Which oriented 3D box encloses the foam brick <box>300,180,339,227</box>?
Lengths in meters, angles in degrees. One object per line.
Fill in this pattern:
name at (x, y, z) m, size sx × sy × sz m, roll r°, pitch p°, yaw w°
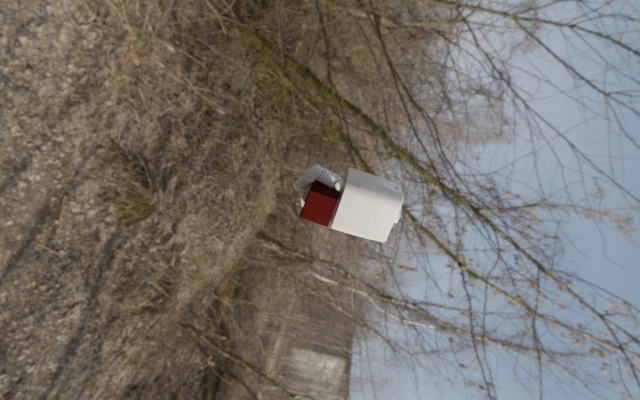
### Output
foam brick at (0.000, 0.003, 0.826) m, size 0.051 × 0.053 × 0.078 m, roll 21°, pitch 18°, yaw -2°
